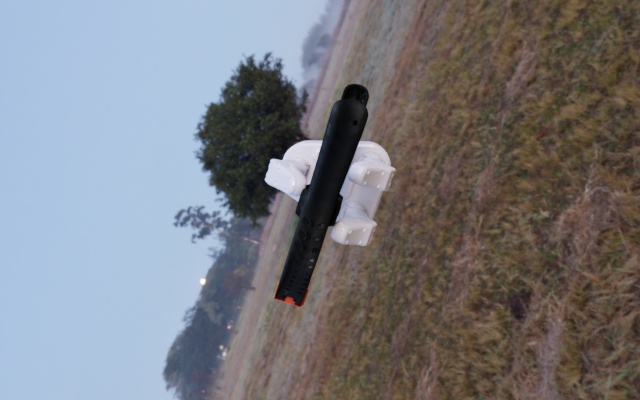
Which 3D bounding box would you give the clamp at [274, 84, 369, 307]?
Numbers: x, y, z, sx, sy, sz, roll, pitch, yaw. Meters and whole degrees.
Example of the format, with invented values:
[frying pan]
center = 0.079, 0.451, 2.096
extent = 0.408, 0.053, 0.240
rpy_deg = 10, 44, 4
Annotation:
[clamp]
center = -0.001, 0.002, 0.403
extent = 0.036, 0.210, 0.164
rpy_deg = 18, 12, 1
